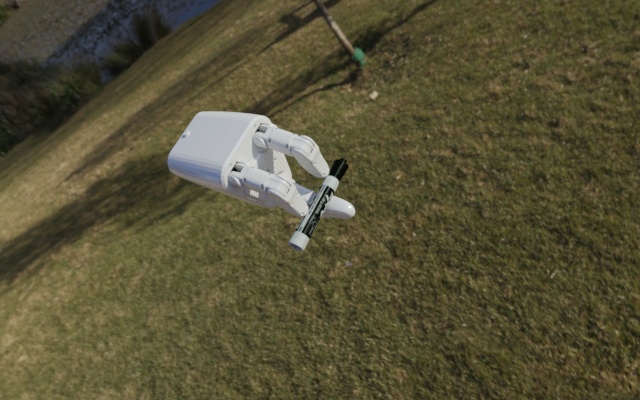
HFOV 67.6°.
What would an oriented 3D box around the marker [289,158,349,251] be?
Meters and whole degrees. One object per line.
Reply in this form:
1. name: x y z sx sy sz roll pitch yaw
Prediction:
1. marker: 0.000 0.002 0.545 0.020 0.121 0.020 25 -21 10
